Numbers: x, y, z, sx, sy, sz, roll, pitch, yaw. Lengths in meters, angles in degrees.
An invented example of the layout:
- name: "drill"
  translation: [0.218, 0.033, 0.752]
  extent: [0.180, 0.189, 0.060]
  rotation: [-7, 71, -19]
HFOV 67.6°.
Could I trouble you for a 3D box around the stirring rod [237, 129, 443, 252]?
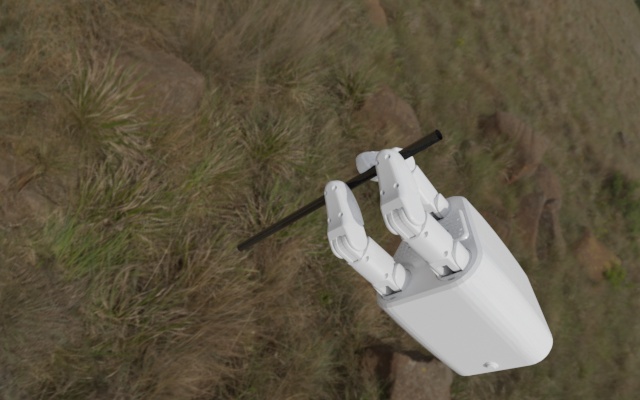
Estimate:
- name: "stirring rod"
  translation: [0.000, 0.001, 0.400]
  extent: [0.011, 0.011, 0.239]
  rotation: [0, -22, -46]
